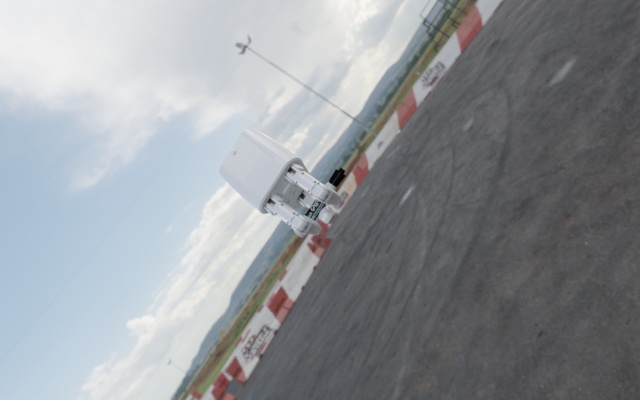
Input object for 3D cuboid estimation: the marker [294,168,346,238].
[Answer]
[{"bbox_3d":[0.000,0.002,0.725,0.020,0.121,0.020,34,6,-4],"label":"marker"}]
